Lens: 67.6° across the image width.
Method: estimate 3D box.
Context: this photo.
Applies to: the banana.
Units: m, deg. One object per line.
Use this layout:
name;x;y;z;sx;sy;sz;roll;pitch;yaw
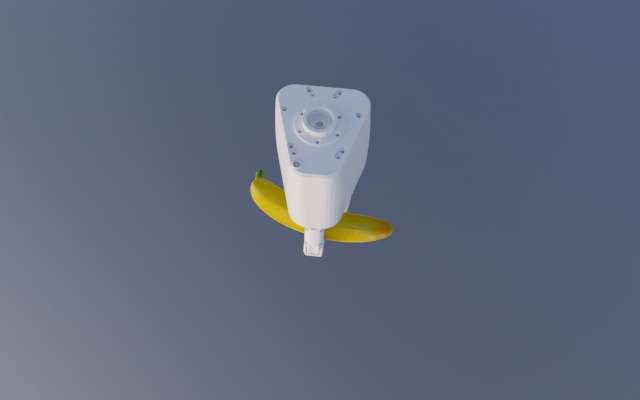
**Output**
banana;-0.012;0.012;0.581;0.198;0.037;0.069;24;48;16
